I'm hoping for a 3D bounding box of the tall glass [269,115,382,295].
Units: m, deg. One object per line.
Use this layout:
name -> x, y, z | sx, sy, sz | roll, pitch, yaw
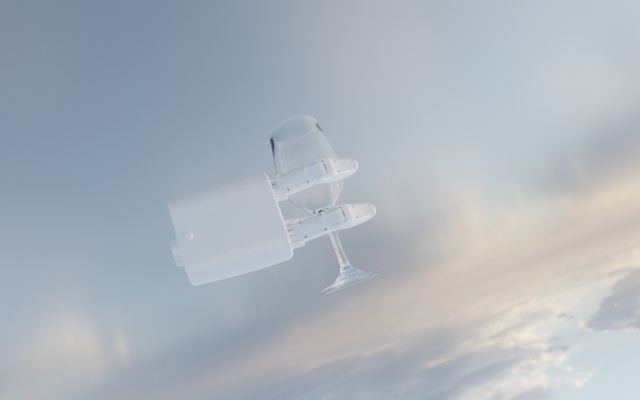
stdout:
tall glass -> 0.000, 0.002, 0.557 | 0.079, 0.201, 0.079 | -19, -15, -6
